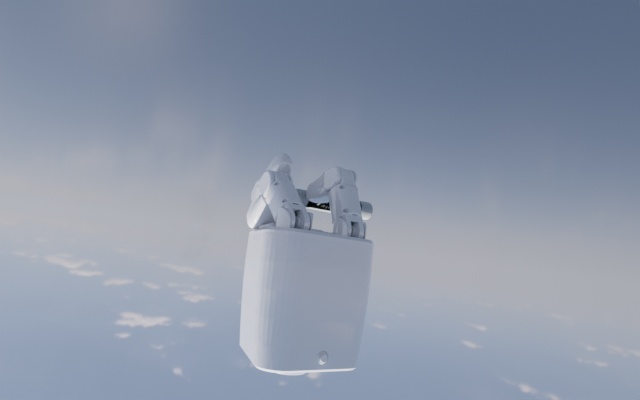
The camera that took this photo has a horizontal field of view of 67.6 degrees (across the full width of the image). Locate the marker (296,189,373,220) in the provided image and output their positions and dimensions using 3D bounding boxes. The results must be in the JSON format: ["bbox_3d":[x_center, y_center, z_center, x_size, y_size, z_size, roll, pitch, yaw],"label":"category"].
[{"bbox_3d":[0.000,0.001,0.475,0.121,0.020,0.020,11,-6,-33],"label":"marker"}]
